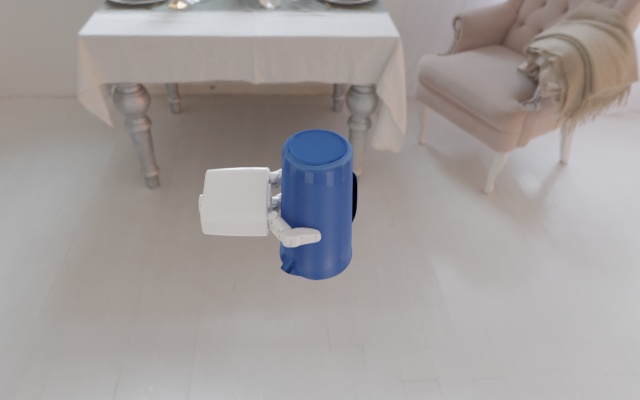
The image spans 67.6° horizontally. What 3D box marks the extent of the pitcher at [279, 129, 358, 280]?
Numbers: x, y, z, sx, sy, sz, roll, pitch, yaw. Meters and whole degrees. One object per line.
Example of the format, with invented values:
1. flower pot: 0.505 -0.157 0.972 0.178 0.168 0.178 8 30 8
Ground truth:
1. pitcher: 0.000 0.003 0.803 0.145 0.243 0.149 0 41 -3
